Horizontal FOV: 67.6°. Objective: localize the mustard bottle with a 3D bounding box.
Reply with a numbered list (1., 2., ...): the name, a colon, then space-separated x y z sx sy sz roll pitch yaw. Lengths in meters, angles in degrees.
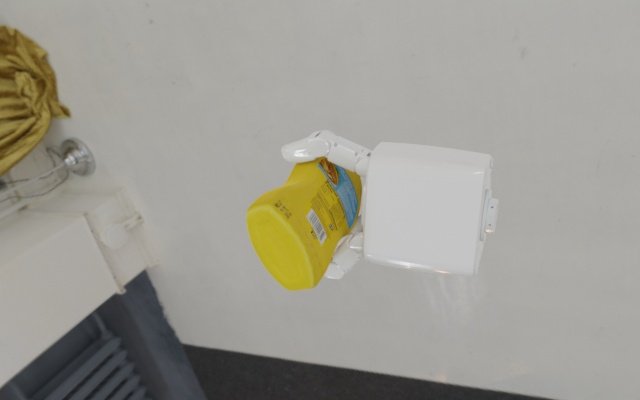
1. mustard bottle: 0.000 0.002 0.506 0.058 0.096 0.191 -16 20 33
